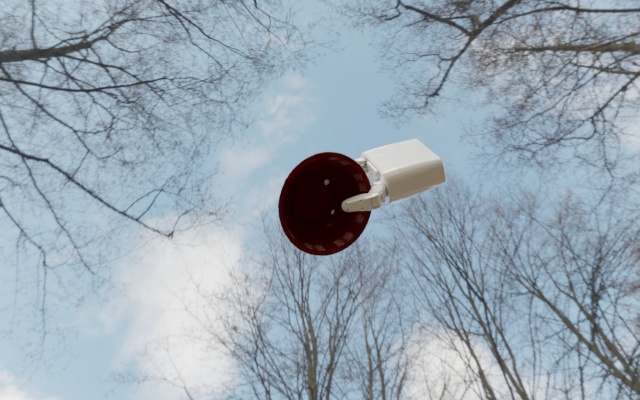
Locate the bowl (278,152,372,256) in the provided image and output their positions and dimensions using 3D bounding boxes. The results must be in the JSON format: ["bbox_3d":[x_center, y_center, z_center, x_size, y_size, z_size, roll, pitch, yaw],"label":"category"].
[{"bbox_3d":[-0.001,0.003,0.751,0.162,0.162,0.055,0,9,-27],"label":"bowl"}]
